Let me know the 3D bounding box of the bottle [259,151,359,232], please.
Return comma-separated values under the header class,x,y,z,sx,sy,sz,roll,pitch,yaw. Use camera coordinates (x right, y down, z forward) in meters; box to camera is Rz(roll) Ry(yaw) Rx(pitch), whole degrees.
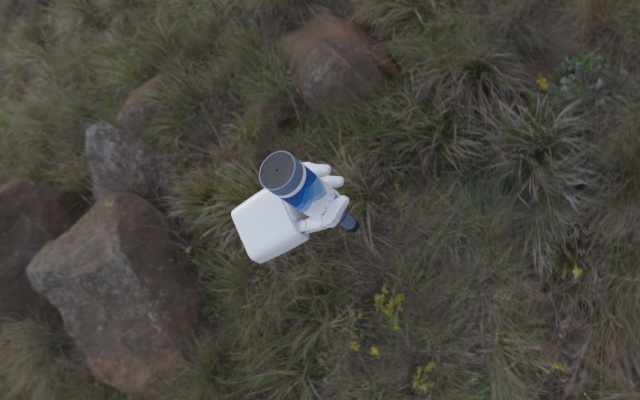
class,x,y,z,sx,sy,sz,roll,pitch,yaw
bottle,0.000,0.003,0.852,0.069,0.069,0.296,0,-20,29
